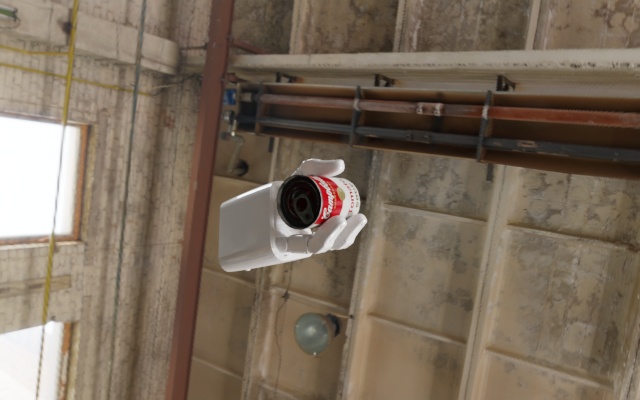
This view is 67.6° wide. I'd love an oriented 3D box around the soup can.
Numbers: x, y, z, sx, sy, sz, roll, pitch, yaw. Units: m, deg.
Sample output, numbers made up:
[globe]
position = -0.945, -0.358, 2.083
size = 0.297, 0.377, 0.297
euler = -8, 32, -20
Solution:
[soup can]
position = 0.001, 0.002, 0.623
size = 0.068, 0.068, 0.102
euler = 0, 0, 33
